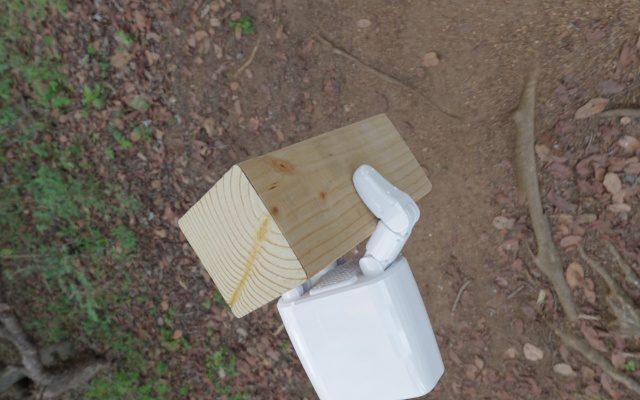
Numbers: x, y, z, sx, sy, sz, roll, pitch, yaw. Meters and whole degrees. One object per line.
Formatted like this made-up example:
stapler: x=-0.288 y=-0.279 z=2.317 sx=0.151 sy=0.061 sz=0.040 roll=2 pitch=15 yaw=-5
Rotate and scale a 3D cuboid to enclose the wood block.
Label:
wood block: x=0.000 y=0.002 z=0.410 sx=0.091 sy=0.090 sz=0.206 roll=-35 pitch=-4 yaw=39
